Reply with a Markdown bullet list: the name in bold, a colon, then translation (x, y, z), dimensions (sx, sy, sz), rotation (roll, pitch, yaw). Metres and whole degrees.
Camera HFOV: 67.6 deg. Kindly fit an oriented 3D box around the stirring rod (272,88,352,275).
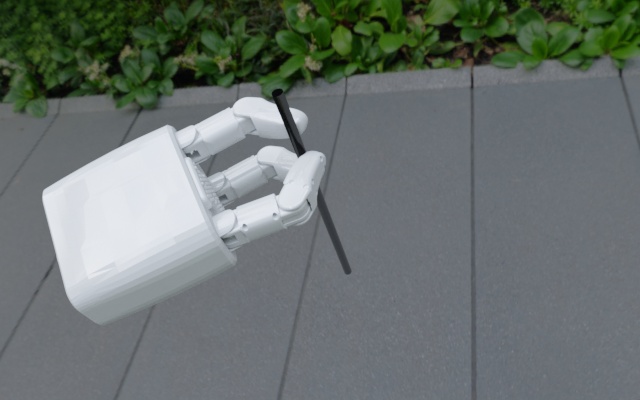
- **stirring rod**: translation (0.000, 0.001, 0.407), dimensions (0.011, 0.011, 0.240), rotation (0, -37, 17)
